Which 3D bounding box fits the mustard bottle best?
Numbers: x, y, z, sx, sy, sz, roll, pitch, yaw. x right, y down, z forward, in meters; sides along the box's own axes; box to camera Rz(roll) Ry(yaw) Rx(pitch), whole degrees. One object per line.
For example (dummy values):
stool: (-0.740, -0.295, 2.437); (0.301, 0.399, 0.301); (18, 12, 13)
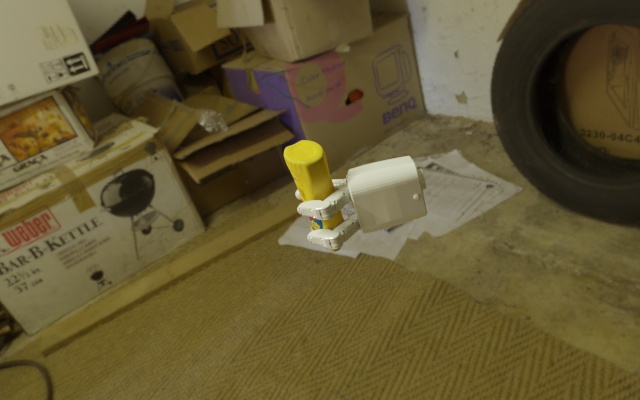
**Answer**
mustard bottle: (0.000, 0.002, 0.773); (0.058, 0.192, 0.096); (-26, 29, -13)
